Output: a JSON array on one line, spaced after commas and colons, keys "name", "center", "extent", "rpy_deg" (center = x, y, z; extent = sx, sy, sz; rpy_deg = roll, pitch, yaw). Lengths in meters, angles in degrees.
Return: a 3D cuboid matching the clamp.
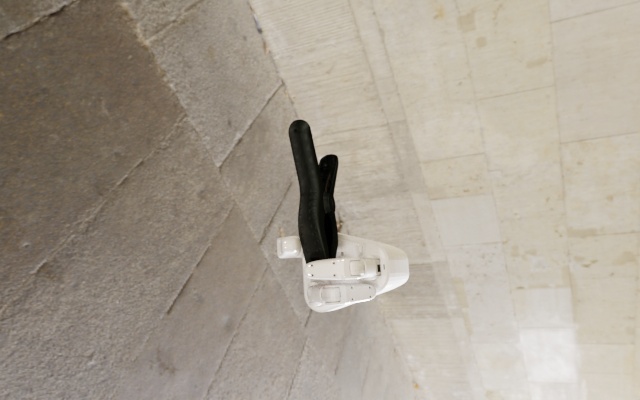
[{"name": "clamp", "center": [0.001, 0.002, 0.556], "extent": [0.039, 0.171, 0.120], "rpy_deg": [-7, -9, 25]}]
